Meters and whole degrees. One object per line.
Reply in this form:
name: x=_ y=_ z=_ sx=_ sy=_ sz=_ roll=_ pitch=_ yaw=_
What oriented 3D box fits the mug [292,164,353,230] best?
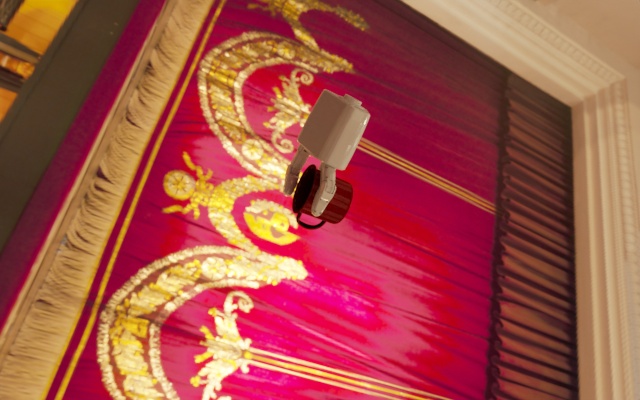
mug: x=0.000 y=0.004 z=0.855 sx=0.081 sy=0.117 sz=0.093 roll=21 pitch=18 yaw=-20
